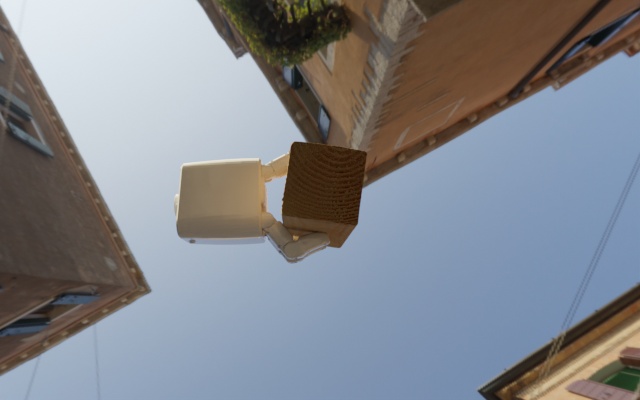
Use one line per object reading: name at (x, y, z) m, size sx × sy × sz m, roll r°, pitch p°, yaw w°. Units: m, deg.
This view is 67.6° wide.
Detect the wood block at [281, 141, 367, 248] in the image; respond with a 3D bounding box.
wood block at (0.000, 0.002, 0.638) m, size 0.090 × 0.090 × 0.206 m, roll 8°, pitch -13°, yaw -1°
